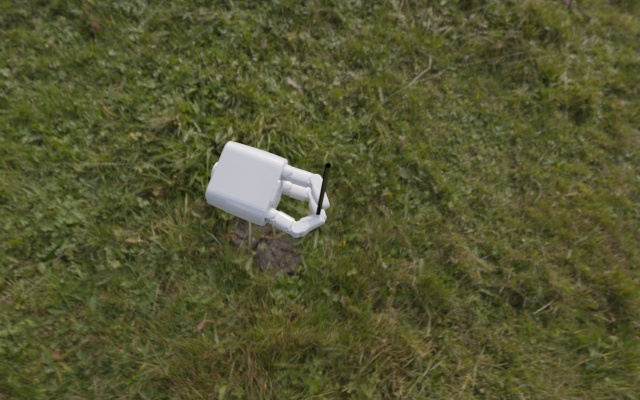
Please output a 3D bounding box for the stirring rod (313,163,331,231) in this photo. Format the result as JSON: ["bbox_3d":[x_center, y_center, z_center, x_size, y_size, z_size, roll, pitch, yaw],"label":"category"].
[{"bbox_3d":[0.000,0.003,0.752,0.011,0.011,0.240,0,-24,-5],"label":"stirring rod"}]
